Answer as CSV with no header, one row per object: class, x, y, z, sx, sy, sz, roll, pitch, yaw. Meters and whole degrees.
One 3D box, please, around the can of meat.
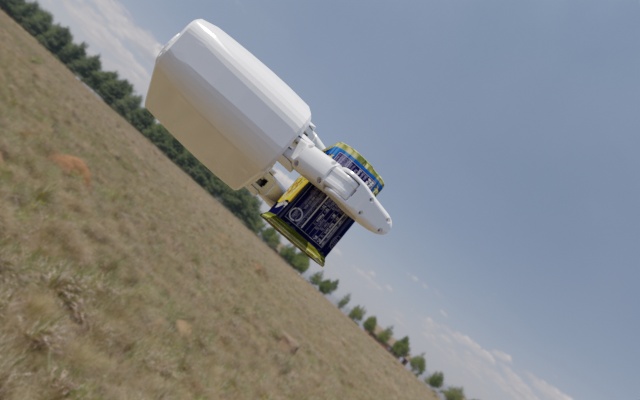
can of meat,0.000,0.001,0.403,0.057,0.084,0.102,41,-7,-10
